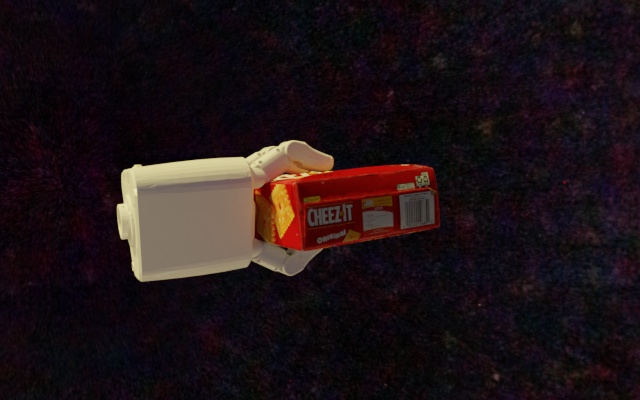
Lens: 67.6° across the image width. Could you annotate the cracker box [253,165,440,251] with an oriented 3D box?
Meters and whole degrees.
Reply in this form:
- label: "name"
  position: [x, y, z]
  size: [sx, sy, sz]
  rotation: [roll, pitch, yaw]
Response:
- label: "cracker box"
  position: [0.000, 0.002, 0.542]
  size: [0.164, 0.072, 0.213]
  rotation: [-8, 5, -28]
